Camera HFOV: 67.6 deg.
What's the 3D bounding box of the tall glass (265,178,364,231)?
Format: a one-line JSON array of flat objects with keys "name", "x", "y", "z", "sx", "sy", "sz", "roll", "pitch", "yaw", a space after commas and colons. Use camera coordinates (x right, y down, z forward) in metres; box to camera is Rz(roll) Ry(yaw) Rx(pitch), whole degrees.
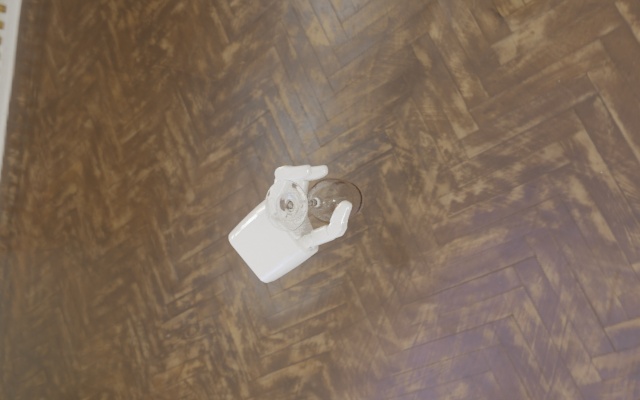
[{"name": "tall glass", "x": 0.000, "y": 0.003, "z": 0.767, "sx": 0.079, "sy": 0.079, "sz": 0.201, "roll": 0, "pitch": 3, "yaw": 31}]
